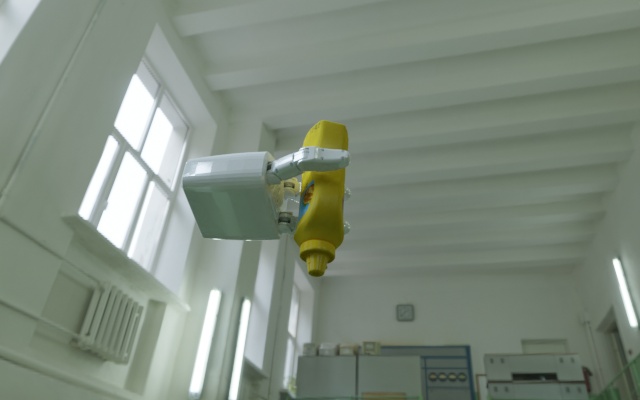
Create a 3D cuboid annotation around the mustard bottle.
[{"bbox_3d":[0.000,0.002,0.583,0.058,0.191,0.096,12,-34,-11],"label":"mustard bottle"}]
